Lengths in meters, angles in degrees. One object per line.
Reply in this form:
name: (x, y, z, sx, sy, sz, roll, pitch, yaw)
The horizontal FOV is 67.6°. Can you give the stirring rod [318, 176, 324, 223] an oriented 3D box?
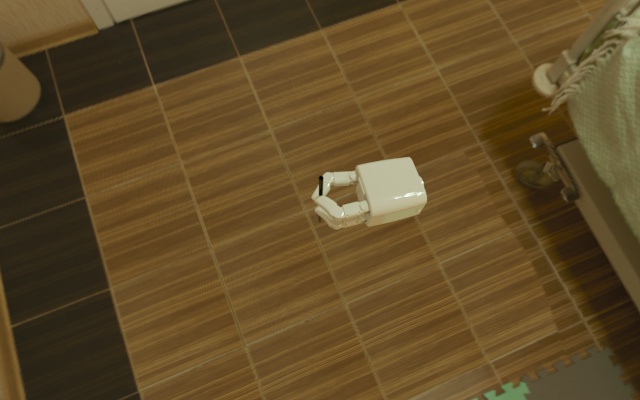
stirring rod: (0.000, 0.003, 0.897, 0.011, 0.011, 0.240, 0, -19, -1)
